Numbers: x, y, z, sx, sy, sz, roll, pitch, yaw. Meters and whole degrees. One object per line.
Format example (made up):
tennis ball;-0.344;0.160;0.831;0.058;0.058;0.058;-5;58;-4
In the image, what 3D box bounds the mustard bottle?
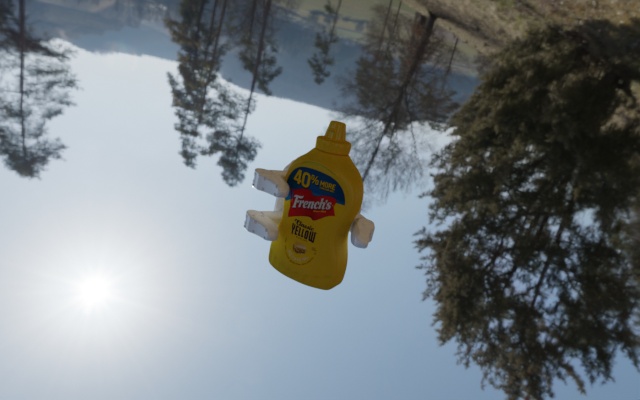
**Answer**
mustard bottle;0.000;0.002;0.561;0.096;0.192;0.058;21;18;27
